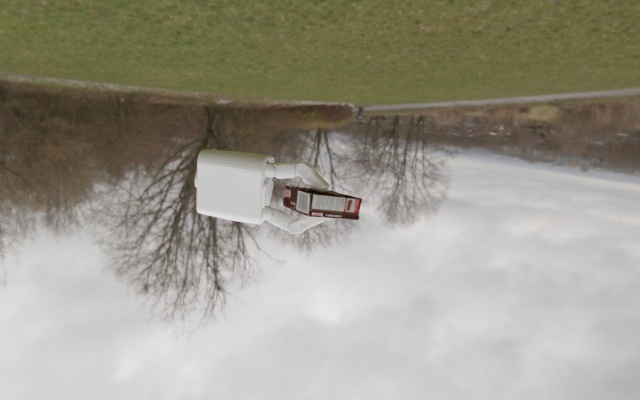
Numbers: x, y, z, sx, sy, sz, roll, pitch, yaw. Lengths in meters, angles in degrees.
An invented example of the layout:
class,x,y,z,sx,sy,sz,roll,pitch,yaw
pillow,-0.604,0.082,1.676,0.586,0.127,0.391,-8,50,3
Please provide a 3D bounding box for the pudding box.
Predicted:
class,x,y,z,sx,sy,sz,roll,pitch,yaw
pudding box,0.000,0.003,0.763,0.090,0.039,0.113,4,8,-25
